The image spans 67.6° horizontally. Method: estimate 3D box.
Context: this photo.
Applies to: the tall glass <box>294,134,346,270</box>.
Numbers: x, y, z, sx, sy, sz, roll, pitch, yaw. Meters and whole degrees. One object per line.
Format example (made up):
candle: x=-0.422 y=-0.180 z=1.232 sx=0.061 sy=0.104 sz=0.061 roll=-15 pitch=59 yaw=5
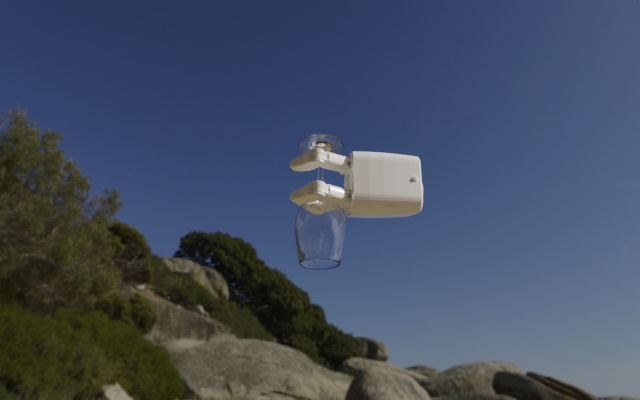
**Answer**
tall glass: x=0.000 y=0.002 z=0.742 sx=0.079 sy=0.201 sz=0.079 roll=1 pitch=-23 yaw=0
